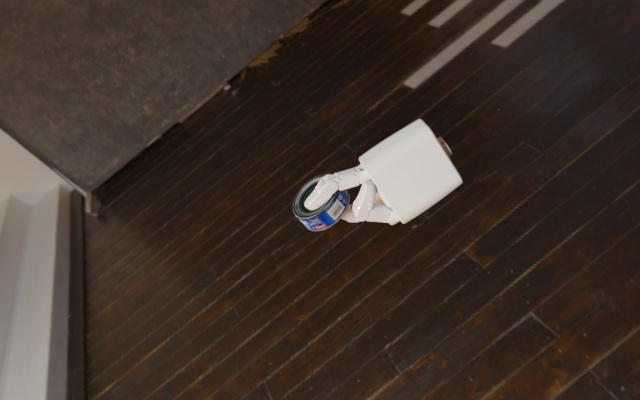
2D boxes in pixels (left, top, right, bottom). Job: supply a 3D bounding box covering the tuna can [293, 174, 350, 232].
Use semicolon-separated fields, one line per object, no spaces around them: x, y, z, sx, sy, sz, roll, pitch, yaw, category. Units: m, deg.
0.000;0.002;0.727;0.086;0.086;0.034;0;-35;44;tuna can
